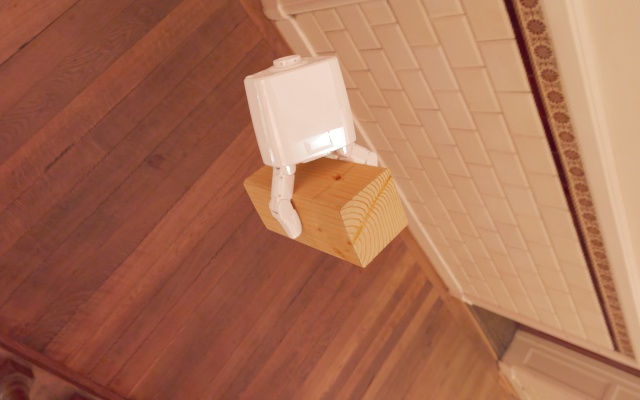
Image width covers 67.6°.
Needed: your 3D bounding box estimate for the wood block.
[{"bbox_3d":[0.000,0.002,0.638,0.090,0.090,0.206,-40,33,-26],"label":"wood block"}]
